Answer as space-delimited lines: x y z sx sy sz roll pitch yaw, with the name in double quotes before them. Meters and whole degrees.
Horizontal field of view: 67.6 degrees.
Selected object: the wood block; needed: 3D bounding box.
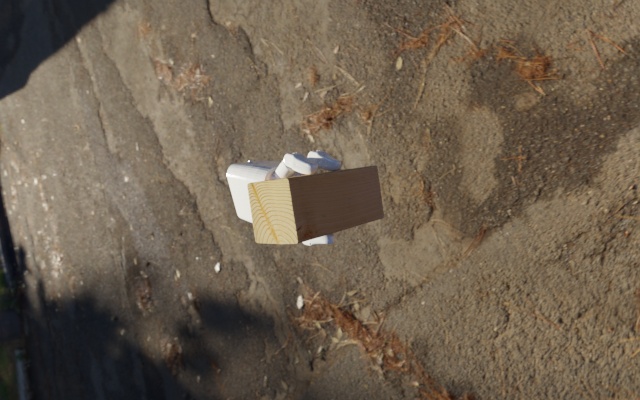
"wood block" 0.000 0.003 0.736 0.090 0.091 0.206 -4 5 42
